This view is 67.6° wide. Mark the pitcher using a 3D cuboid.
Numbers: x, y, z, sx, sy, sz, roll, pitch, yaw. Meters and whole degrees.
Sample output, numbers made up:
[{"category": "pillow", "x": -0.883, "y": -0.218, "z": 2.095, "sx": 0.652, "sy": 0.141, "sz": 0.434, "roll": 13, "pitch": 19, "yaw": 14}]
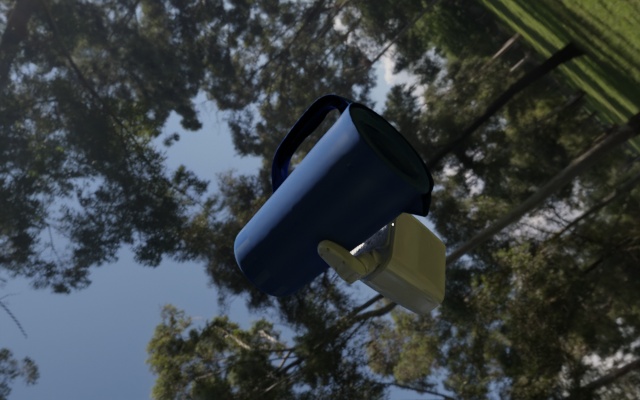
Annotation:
[{"category": "pitcher", "x": 0.000, "y": 0.002, "z": 0.580, "sx": 0.145, "sy": 0.243, "sz": 0.149, "roll": 35, "pitch": 28, "yaw": -24}]
